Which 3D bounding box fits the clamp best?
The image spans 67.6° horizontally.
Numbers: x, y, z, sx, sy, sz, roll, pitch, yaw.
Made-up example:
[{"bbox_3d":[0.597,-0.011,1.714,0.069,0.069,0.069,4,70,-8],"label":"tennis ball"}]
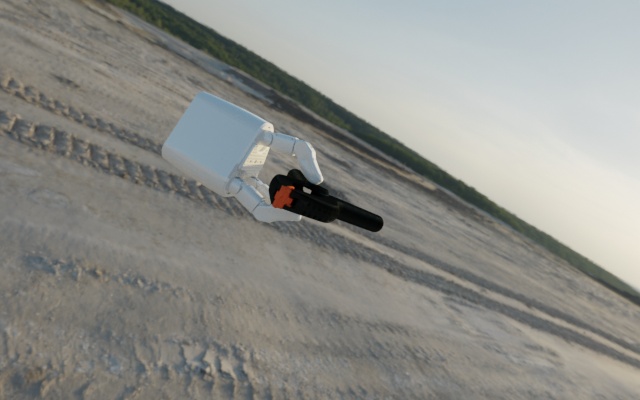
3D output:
[{"bbox_3d":[0.000,0.001,0.622,0.164,0.036,0.210,28,8,11],"label":"clamp"}]
